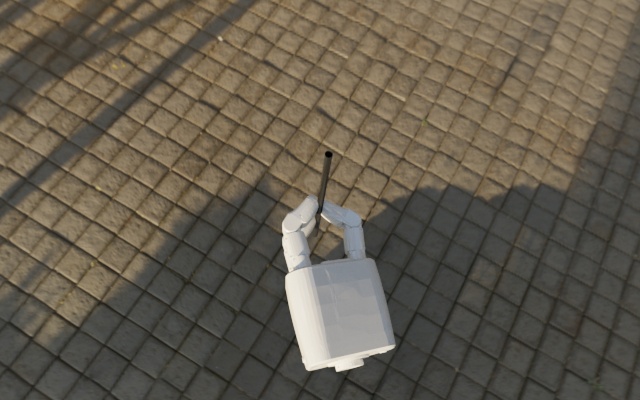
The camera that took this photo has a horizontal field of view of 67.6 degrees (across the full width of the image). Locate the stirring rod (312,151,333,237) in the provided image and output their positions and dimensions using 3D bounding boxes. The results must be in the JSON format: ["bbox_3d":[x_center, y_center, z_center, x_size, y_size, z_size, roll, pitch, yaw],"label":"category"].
[{"bbox_3d":[0.000,0.002,0.580,0.011,0.011,0.240,0,-23,-4],"label":"stirring rod"}]
